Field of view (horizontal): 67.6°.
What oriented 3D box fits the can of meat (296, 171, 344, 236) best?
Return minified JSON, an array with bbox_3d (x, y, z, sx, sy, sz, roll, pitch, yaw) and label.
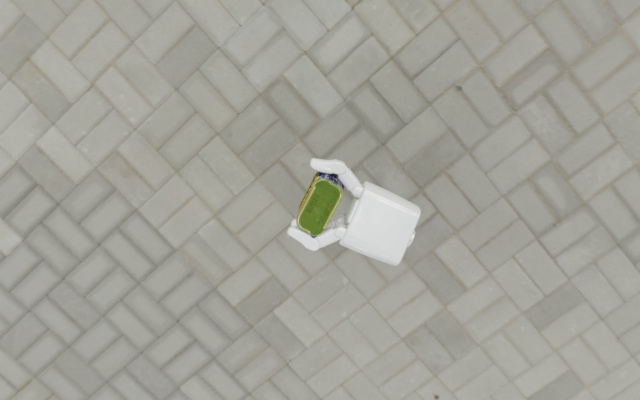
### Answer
[{"bbox_3d":[0.000,0.003,0.815,0.057,0.102,0.084,27,14,-4],"label":"can of meat"}]
